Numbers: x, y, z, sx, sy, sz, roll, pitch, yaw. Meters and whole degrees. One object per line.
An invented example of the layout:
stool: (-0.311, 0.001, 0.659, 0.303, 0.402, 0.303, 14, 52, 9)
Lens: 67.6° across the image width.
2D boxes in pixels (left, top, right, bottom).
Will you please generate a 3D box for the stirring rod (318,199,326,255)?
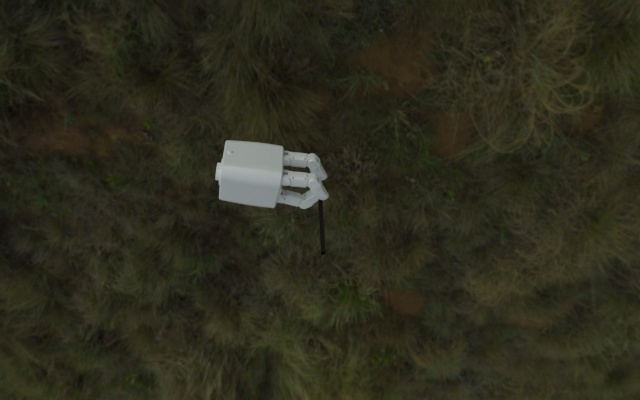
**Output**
stirring rod: (0.000, 0.003, 0.871, 0.011, 0.011, 0.239, -1, 44, -1)
